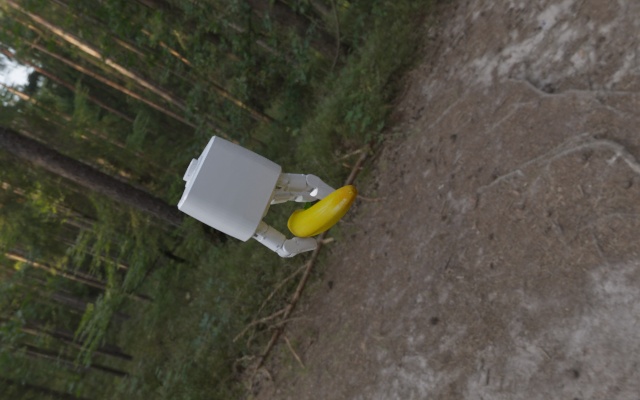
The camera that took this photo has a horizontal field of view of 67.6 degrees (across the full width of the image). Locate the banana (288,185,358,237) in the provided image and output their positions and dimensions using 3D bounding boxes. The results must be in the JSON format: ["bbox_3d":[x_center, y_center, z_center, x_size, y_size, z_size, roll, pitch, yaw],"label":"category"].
[{"bbox_3d":[-0.009,0.019,0.667,0.037,0.069,0.198,28,-14,-16],"label":"banana"}]
